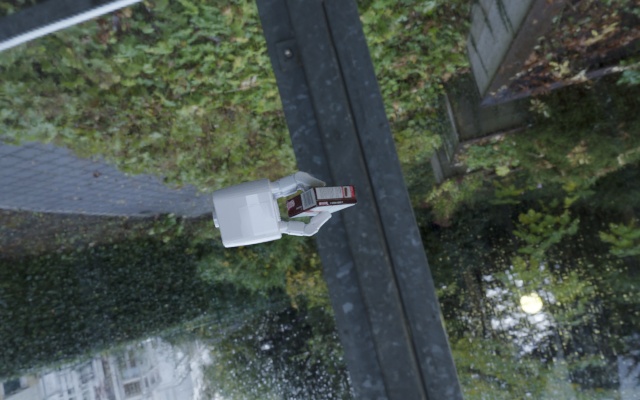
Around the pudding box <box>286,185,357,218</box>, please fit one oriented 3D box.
[{"bbox_3d":[0.000,0.003,0.891,0.090,0.039,0.113,-5,-8,-31],"label":"pudding box"}]
